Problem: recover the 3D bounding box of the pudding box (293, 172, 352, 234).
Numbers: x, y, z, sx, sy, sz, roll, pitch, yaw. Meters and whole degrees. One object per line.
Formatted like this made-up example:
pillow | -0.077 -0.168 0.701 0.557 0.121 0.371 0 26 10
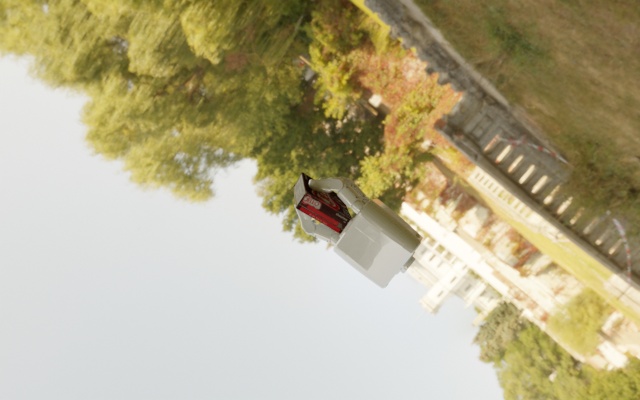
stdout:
pudding box | 0.000 0.003 0.812 0.090 0.039 0.113 32 12 -16
